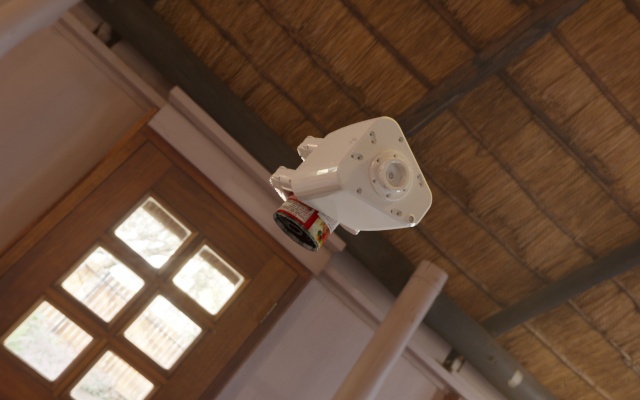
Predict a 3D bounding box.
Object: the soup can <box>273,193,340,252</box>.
[{"bbox_3d":[0.000,0.002,0.583,0.068,0.102,0.068,35,-20,15],"label":"soup can"}]
